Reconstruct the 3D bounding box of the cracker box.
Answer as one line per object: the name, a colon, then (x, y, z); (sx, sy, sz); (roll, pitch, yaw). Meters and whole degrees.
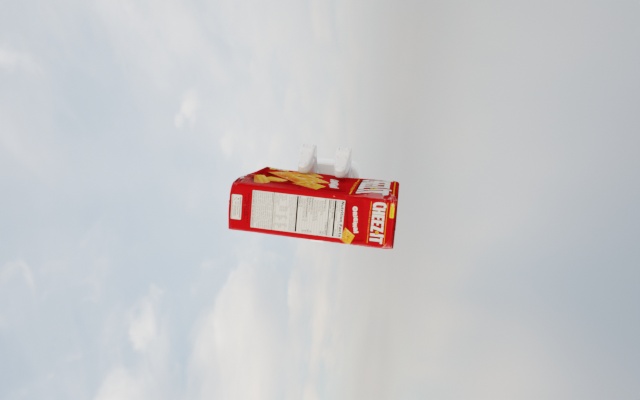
cracker box: (0.000, 0.002, 0.667); (0.213, 0.072, 0.164); (6, 11, 9)
